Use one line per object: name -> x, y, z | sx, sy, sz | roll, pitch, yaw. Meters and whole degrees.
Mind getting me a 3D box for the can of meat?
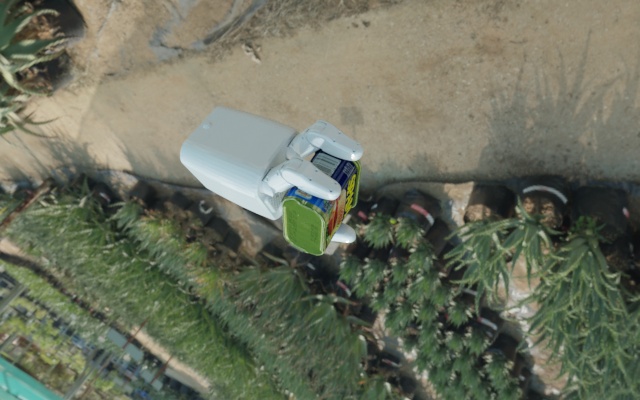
can of meat -> 0.000, 0.002, 0.532 | 0.057, 0.084, 0.102 | 24, -32, 15
